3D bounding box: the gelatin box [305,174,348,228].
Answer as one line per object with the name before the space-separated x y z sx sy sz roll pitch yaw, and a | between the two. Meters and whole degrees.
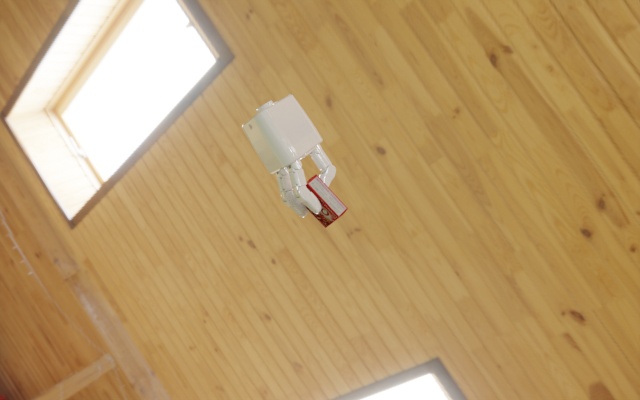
gelatin box | 0.001 0.003 0.895 0.030 0.089 0.073 -44 0 -28
